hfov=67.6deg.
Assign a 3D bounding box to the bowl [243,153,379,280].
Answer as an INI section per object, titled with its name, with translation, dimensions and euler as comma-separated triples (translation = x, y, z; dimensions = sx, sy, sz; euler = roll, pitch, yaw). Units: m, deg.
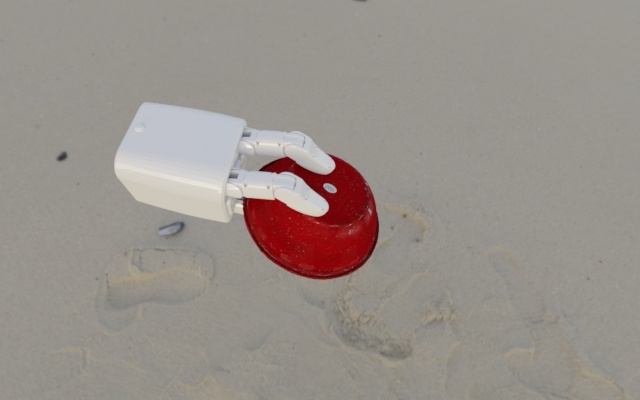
[bowl]
translation = 0.001, 0.002, 0.522
dimensions = 0.162, 0.162, 0.055
euler = 0, -31, -22
